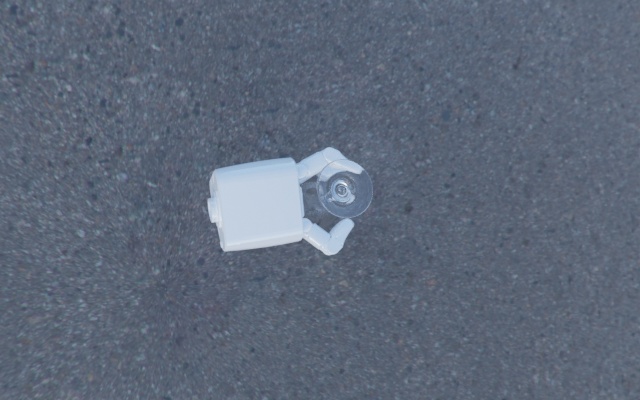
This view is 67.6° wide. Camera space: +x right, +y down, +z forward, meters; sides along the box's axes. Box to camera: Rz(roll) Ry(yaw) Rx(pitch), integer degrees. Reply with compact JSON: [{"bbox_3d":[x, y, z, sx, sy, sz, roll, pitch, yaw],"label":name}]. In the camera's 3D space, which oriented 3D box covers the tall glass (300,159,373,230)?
[{"bbox_3d":[0.000,0.002,0.683,0.079,0.079,0.201,0,-10,-18],"label":"tall glass"}]
